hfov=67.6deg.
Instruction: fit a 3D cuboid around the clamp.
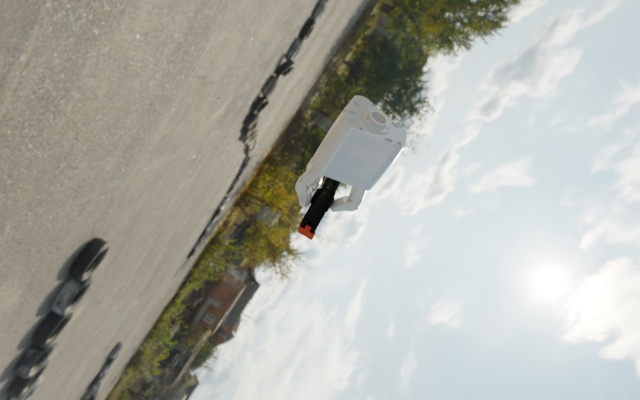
[{"bbox_3d":[0.001,0.003,0.849,0.036,0.209,0.165,30,-46,-3],"label":"clamp"}]
